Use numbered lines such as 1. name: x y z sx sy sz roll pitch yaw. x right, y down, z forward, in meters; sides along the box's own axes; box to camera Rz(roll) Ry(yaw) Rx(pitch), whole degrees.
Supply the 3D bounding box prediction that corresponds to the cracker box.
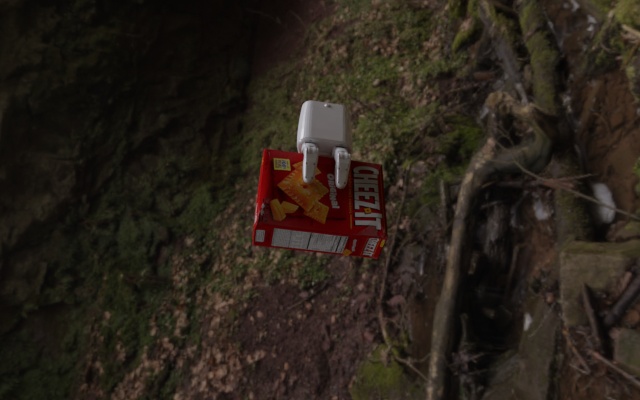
1. cracker box: 0.000 0.003 0.810 0.214 0.164 0.072 7 -38 -6
